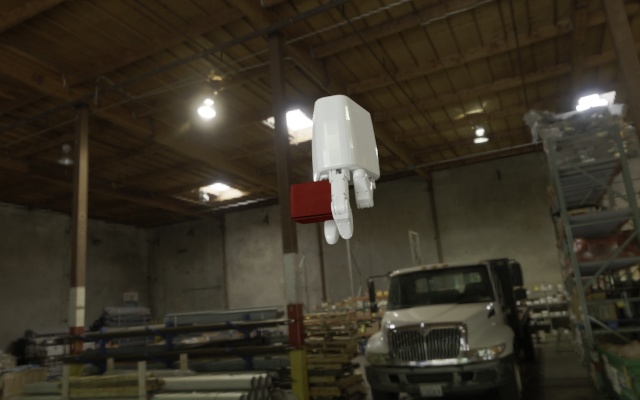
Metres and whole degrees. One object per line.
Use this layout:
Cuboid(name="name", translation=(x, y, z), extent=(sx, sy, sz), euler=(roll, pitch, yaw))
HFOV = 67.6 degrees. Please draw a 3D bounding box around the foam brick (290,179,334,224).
Cuboid(name="foam brick", translation=(0.000, 0.002, 0.687), extent=(0.078, 0.051, 0.053), euler=(-8, -12, 11))
